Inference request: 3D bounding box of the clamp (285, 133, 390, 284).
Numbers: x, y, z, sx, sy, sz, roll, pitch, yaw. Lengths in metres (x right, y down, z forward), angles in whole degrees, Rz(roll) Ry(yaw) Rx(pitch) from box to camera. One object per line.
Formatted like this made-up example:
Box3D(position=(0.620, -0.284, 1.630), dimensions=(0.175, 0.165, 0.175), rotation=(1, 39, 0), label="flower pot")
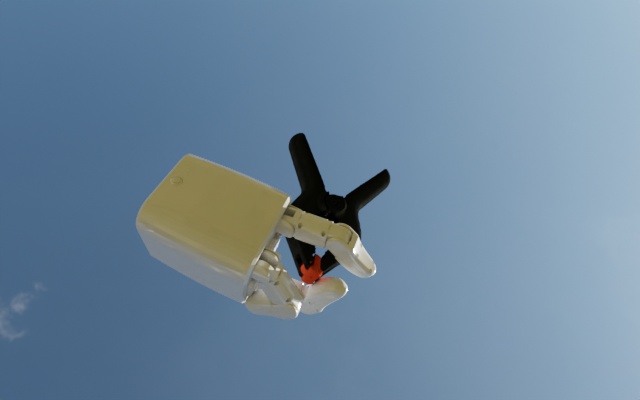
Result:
Box3D(position=(0.000, 0.002, 0.491), dimensions=(0.120, 0.171, 0.039), rotation=(25, -43, 2), label="clamp")
